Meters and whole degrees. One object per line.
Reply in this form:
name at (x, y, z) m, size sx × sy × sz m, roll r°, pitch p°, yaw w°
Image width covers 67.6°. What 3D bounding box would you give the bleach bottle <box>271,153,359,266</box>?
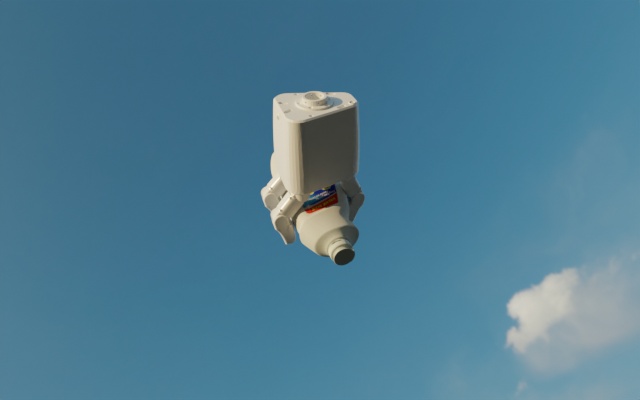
bleach bottle at (0.000, 0.002, 0.702) m, size 0.102 × 0.068 × 0.250 m, roll -10°, pitch 36°, yaw -15°
